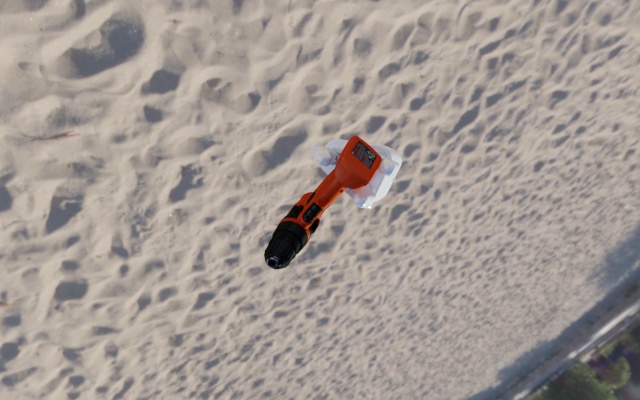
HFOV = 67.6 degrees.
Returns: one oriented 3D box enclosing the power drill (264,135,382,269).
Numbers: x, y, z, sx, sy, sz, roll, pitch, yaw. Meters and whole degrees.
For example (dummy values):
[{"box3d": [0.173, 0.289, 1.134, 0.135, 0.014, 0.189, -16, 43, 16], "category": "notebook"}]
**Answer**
[{"box3d": [0.000, 0.002, 0.692, 0.188, 0.057, 0.184, -45, 8, 33], "category": "power drill"}]
